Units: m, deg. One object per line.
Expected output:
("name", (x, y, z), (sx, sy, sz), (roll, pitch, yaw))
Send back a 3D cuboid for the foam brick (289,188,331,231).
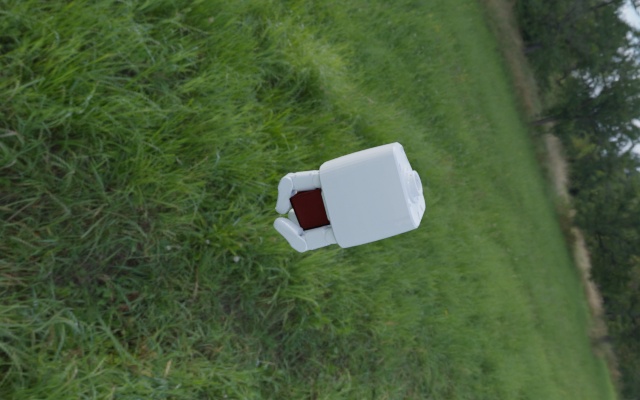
("foam brick", (0.000, 0.002, 0.675), (0.051, 0.053, 0.078), (-16, 14, 25))
